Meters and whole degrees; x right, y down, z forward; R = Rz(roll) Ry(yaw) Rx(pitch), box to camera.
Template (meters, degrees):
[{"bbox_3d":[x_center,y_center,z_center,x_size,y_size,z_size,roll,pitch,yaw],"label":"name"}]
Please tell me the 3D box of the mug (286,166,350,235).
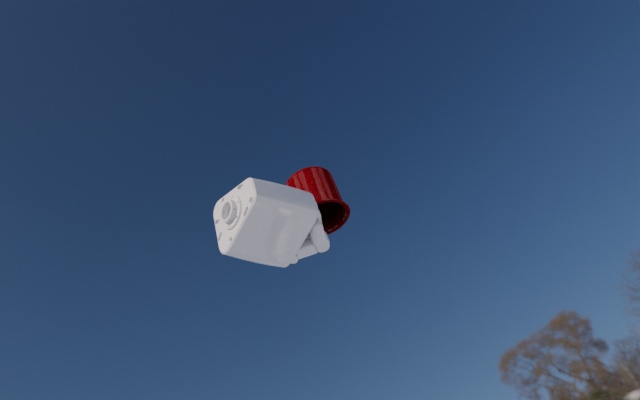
[{"bbox_3d":[0.001,0.003,0.774,0.117,0.081,0.093,16,-50,-38],"label":"mug"}]
